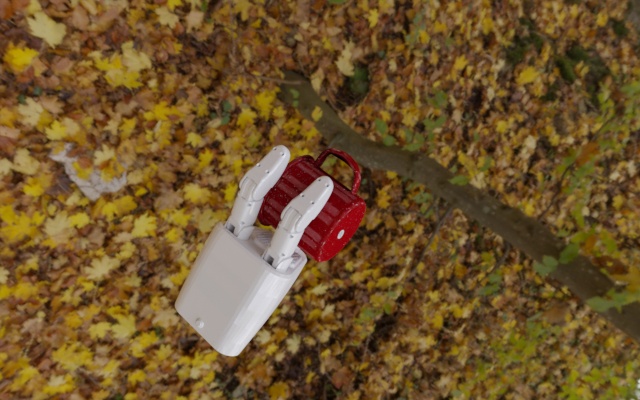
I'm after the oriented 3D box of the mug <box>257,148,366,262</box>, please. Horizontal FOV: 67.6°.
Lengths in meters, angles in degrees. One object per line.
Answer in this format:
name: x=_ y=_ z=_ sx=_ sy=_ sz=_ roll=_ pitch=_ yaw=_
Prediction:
mug: x=0.001 y=0.001 z=0.507 sx=0.081 sy=0.117 sz=0.093 roll=36 pitch=13 yaw=20
